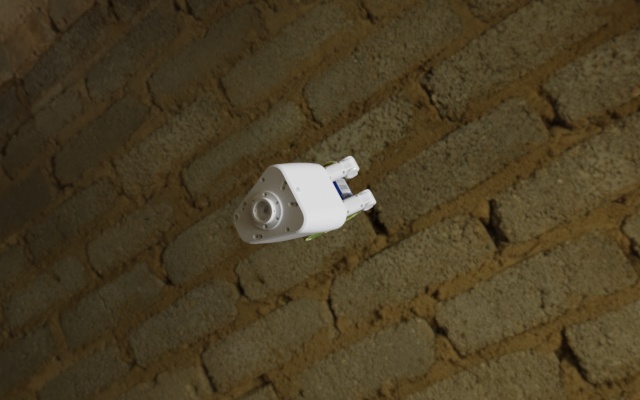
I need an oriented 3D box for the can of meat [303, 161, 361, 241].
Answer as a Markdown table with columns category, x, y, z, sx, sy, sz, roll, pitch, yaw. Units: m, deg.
| category | x | y | z | sx | sy | sz | roll | pitch | yaw |
| --- | --- | --- | --- | --- | --- | --- | --- | --- | --- |
| can of meat | 0.000 | 0.003 | 0.729 | 0.102 | 0.084 | 0.057 | -33 | -13 | 24 |
